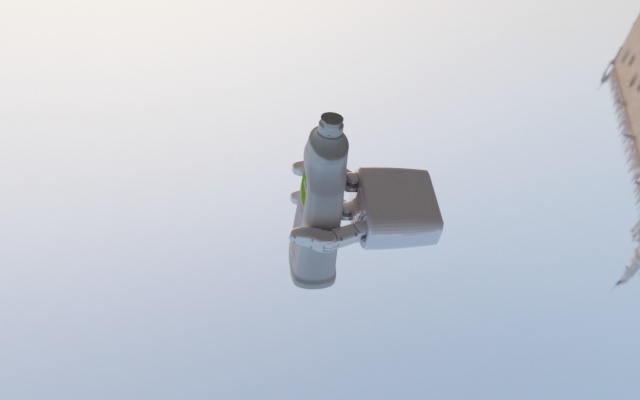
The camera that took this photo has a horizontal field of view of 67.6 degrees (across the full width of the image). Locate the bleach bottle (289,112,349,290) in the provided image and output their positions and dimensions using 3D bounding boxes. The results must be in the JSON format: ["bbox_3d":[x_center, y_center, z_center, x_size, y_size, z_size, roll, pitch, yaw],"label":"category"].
[{"bbox_3d":[0.000,0.002,0.639,0.068,0.251,0.102,-1,42,-11],"label":"bleach bottle"}]
